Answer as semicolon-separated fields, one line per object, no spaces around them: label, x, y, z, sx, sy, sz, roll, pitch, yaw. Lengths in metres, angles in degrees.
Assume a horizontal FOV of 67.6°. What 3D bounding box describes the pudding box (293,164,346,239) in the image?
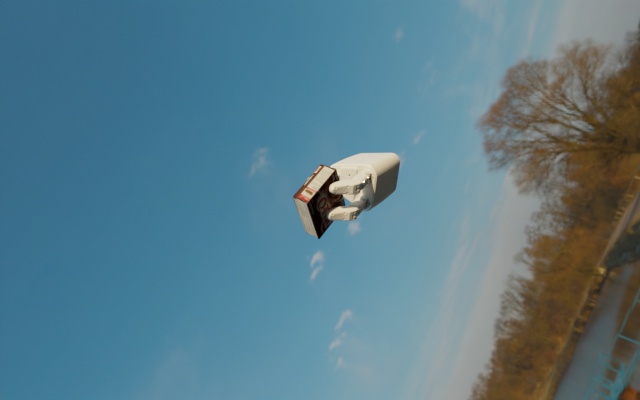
pudding box;0.000;0.003;0.874;0.039;0.090;0.114;22;-30;31
